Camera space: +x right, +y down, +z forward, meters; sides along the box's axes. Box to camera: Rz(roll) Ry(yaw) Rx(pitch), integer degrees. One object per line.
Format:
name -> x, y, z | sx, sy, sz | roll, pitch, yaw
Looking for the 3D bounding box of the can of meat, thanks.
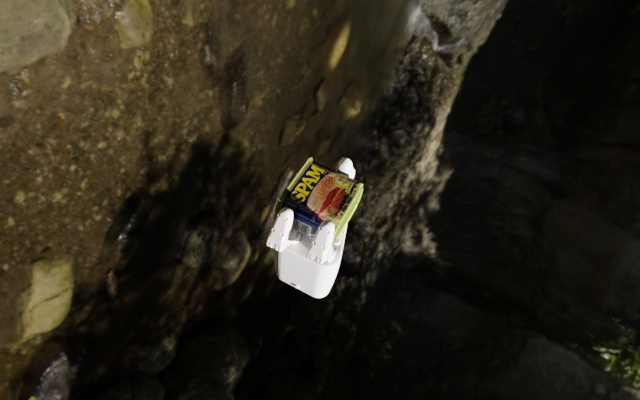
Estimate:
can of meat -> 0.000, 0.002, 0.636 | 0.084, 0.102, 0.057 | 25, -37, 11
